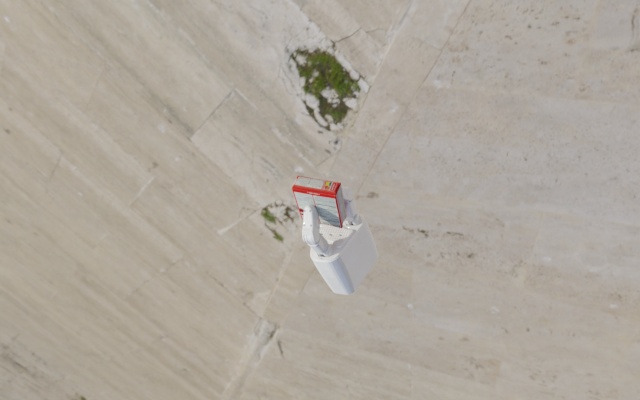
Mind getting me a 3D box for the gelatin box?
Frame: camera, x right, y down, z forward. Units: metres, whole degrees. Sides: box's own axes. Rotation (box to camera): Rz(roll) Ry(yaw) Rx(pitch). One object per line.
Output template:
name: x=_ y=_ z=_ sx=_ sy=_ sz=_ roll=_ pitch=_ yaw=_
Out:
gelatin box: x=0.000 y=0.003 z=0.763 sx=0.073 sy=0.030 sz=0.089 roll=10 pitch=-34 yaw=19
